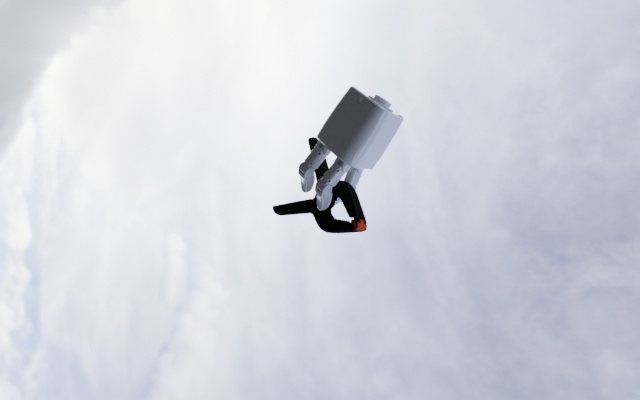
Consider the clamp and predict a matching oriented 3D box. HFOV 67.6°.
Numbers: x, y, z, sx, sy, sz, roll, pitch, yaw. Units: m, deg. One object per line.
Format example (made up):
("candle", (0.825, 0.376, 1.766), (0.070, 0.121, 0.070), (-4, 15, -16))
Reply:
("clamp", (0.001, 0.003, 0.854), (0.036, 0.164, 0.210), (14, 25, -48))
